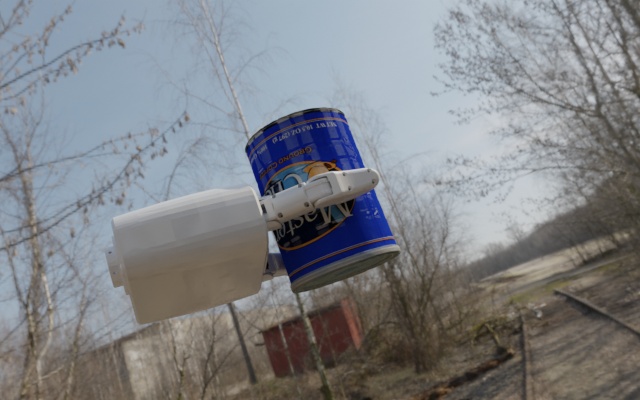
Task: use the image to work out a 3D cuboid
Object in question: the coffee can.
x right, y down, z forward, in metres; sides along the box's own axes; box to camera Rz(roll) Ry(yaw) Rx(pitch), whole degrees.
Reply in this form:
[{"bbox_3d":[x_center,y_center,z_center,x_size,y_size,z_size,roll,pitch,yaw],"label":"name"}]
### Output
[{"bbox_3d":[0.000,0.002,0.441,0.103,0.140,0.103,-19,-15,-5],"label":"coffee can"}]
